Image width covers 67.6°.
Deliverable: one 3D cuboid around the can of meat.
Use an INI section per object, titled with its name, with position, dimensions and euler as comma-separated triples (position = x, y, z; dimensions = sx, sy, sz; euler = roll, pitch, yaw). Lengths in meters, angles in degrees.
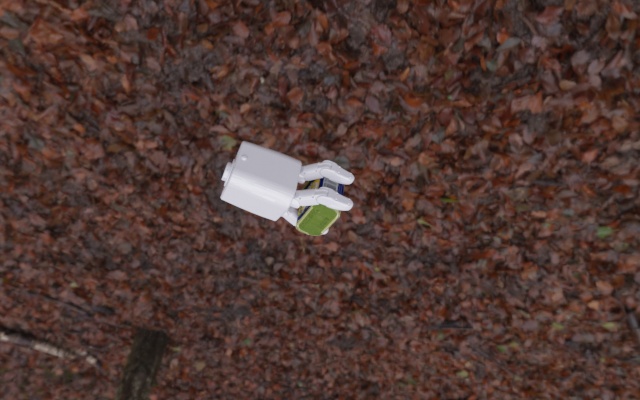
[can of meat]
position = 0.000, 0.003, 0.833
dimensions = 0.057, 0.084, 0.102
euler = 23, -40, -15
